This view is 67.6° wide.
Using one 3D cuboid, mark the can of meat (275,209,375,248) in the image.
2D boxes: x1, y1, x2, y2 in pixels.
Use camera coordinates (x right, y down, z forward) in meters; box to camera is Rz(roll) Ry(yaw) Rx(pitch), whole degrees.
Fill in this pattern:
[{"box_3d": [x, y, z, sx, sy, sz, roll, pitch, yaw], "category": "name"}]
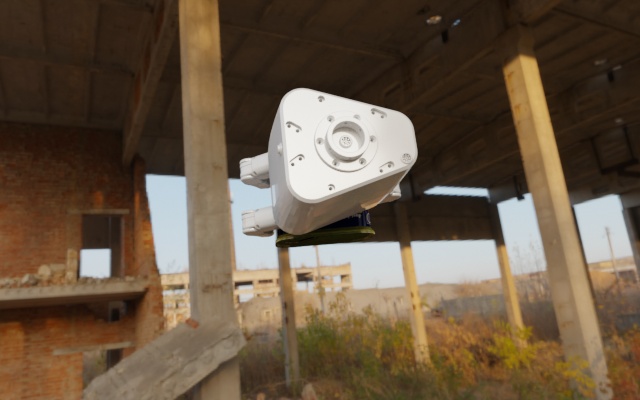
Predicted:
[{"box_3d": [0.000, 0.001, 0.502, 0.102, 0.084, 0.057, -4, -14, -7], "category": "can of meat"}]
